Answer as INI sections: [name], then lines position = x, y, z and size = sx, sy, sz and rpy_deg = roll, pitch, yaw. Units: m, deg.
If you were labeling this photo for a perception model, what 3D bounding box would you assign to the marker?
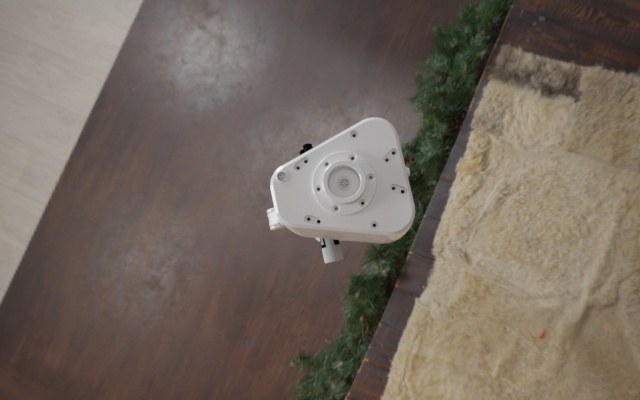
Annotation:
[marker]
position = 0.000, 0.002, 0.476
size = 0.020, 0.121, 0.020
rpy_deg = -13, -7, -1
